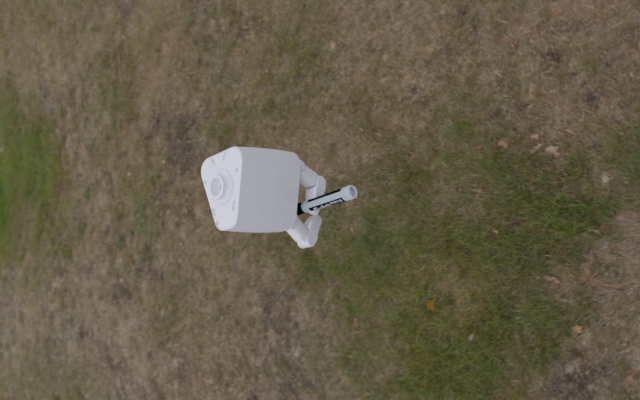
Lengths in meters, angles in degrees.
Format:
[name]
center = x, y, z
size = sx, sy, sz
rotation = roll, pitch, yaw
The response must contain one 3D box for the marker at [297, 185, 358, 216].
[marker]
center = 0.000, 0.002, 0.672
size = 0.121, 0.020, 0.020
rotation = -18, -12, 41
